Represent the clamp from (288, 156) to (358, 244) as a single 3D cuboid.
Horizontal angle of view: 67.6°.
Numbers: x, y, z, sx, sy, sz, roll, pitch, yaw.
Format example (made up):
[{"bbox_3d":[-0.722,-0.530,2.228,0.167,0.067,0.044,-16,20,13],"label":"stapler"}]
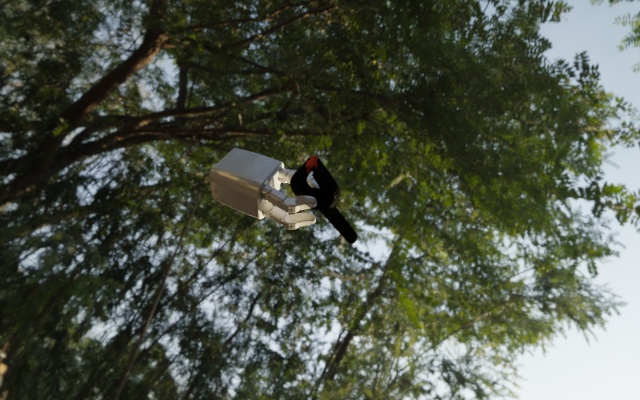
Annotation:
[{"bbox_3d":[0.000,0.002,0.894,0.164,0.036,0.210,20,-36,11],"label":"clamp"}]
